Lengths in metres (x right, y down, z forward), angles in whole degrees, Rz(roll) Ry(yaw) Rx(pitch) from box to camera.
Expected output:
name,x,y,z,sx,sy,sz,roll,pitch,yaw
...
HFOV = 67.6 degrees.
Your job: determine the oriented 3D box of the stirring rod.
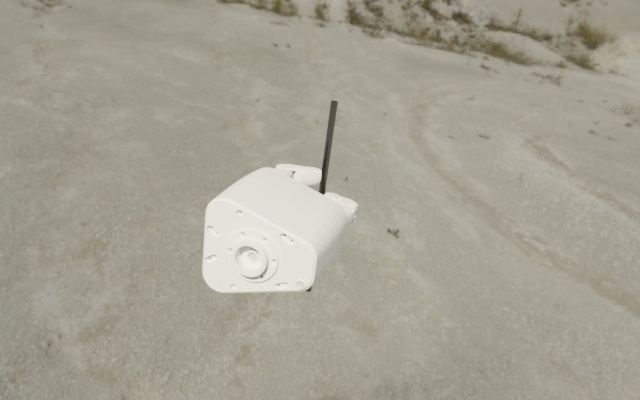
name,x,y,z,sx,sy,sz,roll,pitch,yaw
stirring rod,0.000,0.002,0.572,0.011,0.240,0.011,7,19,-2
